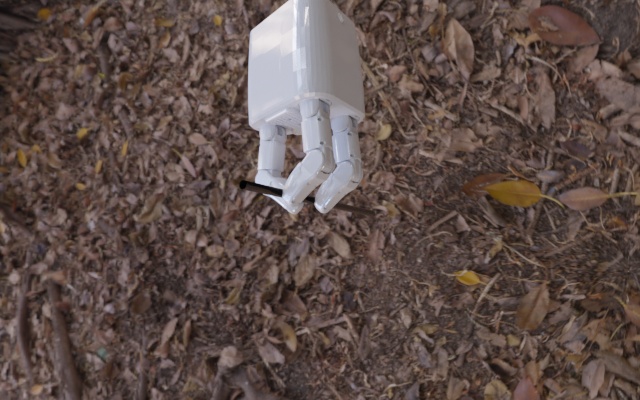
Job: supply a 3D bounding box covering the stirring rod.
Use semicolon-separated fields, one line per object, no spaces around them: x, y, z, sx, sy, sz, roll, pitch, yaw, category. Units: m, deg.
0.000;0.002;0.498;0.011;0.011;0.239;0;-7;33;stirring rod
